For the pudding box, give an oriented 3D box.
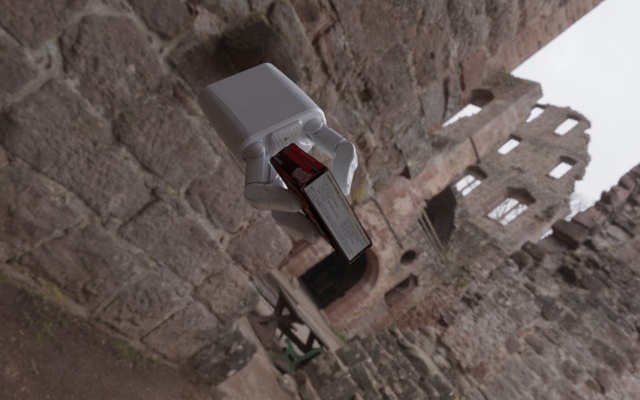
[{"bbox_3d":[0.000,0.002,0.504,0.039,0.113,0.090,-38,33,-6],"label":"pudding box"}]
